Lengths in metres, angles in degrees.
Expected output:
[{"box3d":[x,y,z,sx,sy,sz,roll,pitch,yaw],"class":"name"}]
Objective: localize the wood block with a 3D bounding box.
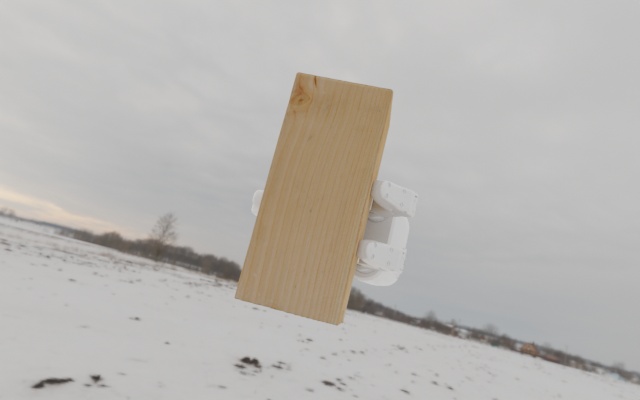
[{"box3d":[0.000,0.001,0.445,0.091,0.206,0.090,12,-11,9],"class":"wood block"}]
